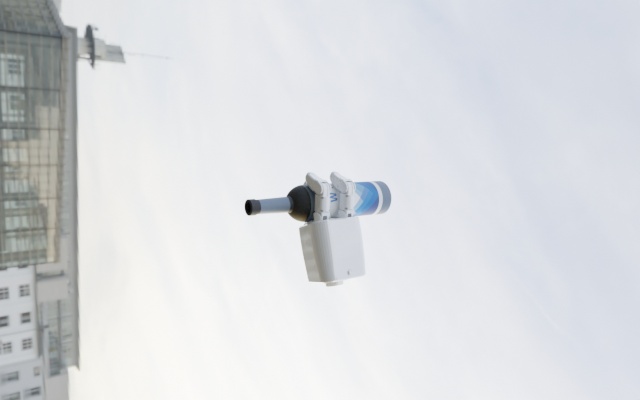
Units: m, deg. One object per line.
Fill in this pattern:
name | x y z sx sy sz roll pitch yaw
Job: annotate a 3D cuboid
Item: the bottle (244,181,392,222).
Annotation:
bottle | 0.000 0.003 0.867 0.296 0.069 0.069 -4 2 -36
